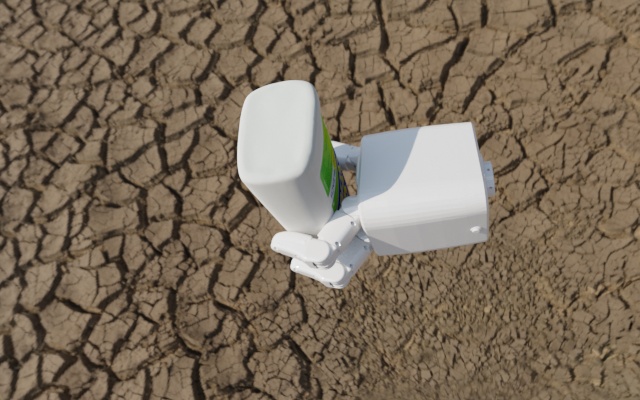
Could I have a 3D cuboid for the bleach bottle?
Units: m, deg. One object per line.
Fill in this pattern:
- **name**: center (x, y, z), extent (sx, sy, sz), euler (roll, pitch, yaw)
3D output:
- **bleach bottle**: center (0.000, 0.002, 0.479), extent (0.068, 0.102, 0.251), euler (-7, -29, 15)
